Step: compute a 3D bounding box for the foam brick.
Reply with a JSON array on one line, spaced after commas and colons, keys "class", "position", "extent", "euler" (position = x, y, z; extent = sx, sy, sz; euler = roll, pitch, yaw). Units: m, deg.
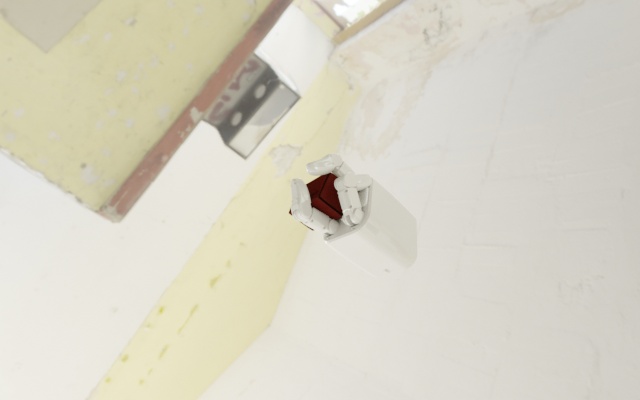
[{"class": "foam brick", "position": [0.000, 0.002, 0.704], "extent": [0.051, 0.053, 0.078], "euler": [37, -37, -21]}]
